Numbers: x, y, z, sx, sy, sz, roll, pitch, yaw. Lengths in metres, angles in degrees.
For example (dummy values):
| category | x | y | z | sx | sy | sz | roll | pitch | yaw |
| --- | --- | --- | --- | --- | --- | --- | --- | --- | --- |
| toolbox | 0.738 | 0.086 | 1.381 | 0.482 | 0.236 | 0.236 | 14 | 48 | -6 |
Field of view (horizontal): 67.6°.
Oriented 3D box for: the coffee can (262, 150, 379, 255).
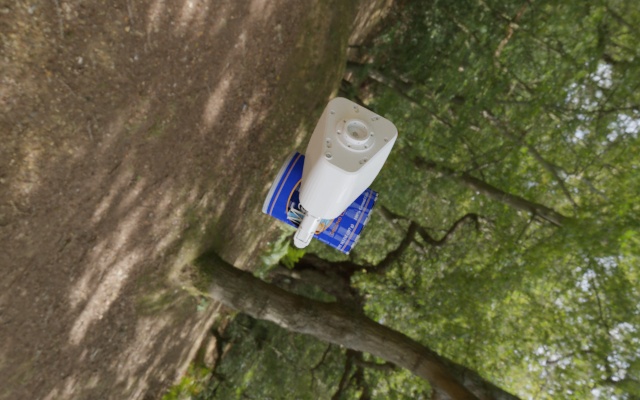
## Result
| category | x | y | z | sx | sy | sz | roll | pitch | yaw |
| --- | --- | --- | --- | --- | --- | --- | --- | --- | --- |
| coffee can | 0.000 | 0.002 | 0.699 | 0.140 | 0.103 | 0.103 | 27 | 0 | 0 |
